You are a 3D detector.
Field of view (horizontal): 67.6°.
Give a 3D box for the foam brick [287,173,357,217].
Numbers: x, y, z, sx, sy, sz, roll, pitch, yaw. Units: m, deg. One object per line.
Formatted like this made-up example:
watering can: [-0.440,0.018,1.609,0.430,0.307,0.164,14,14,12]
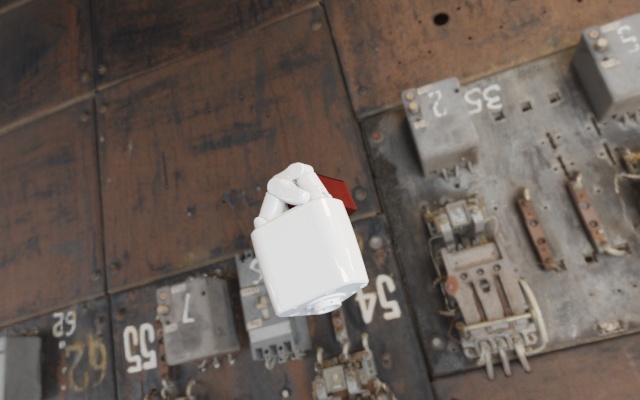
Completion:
foam brick: [0.000,0.002,0.634,0.053,0.051,0.078,-41,-32,28]
